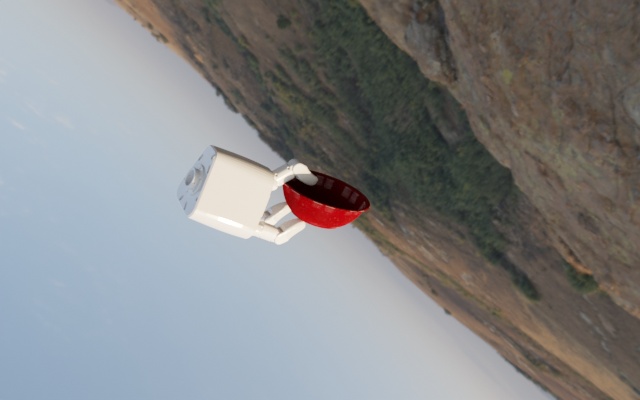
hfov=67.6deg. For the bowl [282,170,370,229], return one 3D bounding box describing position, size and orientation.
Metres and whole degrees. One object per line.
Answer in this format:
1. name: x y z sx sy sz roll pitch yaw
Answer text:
1. bowl: 0.001 0.003 0.813 0.162 0.055 0.162 17 20 -6
